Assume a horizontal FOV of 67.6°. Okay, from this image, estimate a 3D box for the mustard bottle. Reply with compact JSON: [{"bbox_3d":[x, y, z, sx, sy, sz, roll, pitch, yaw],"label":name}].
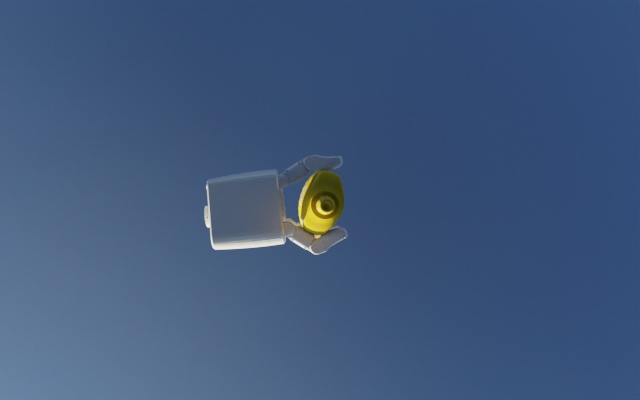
[{"bbox_3d":[0.000,0.002,0.724,0.058,0.096,0.191,19,1,-5],"label":"mustard bottle"}]
